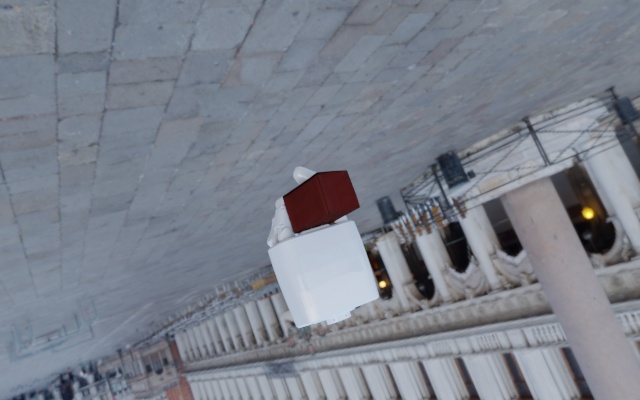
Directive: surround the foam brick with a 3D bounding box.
[{"bbox_3d":[0.000,0.002,0.588,0.053,0.051,0.078,-9,-15,-40],"label":"foam brick"}]
